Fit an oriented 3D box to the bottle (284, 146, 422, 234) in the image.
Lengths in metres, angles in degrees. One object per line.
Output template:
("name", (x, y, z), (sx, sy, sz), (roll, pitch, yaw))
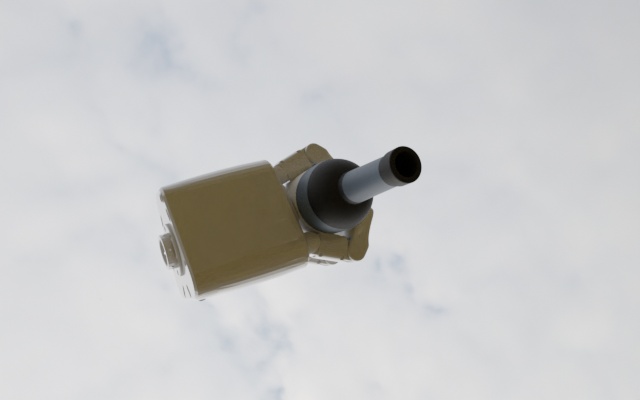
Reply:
("bottle", (0.000, 0.002, 0.467), (0.069, 0.069, 0.296), (0, -11, -25))
